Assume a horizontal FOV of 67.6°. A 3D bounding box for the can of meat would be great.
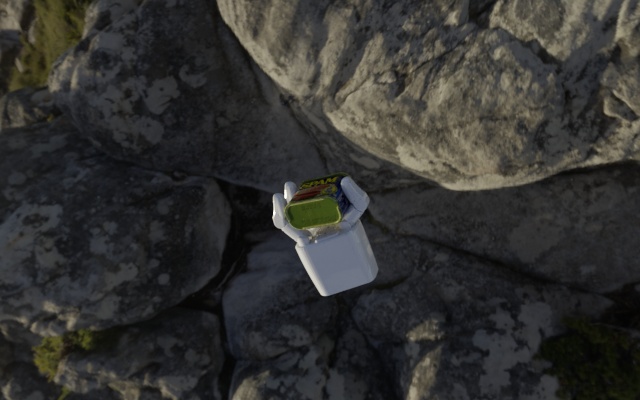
[{"bbox_3d":[0.000,0.003,0.792,0.102,0.057,0.084,-11,24,25],"label":"can of meat"}]
